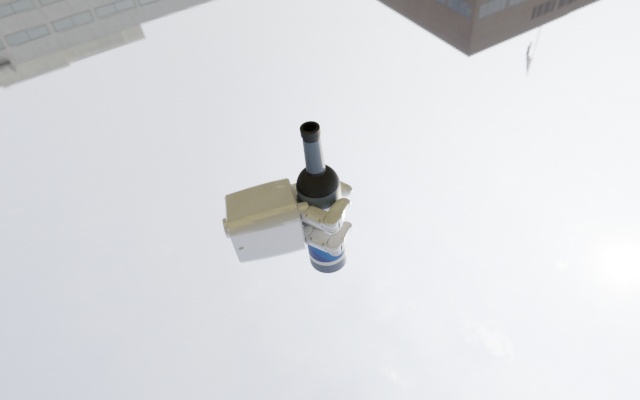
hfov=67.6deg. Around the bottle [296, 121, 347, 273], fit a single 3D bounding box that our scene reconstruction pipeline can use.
[{"bbox_3d":[0.000,0.003,0.736,0.069,0.069,0.296,0,-42,8],"label":"bottle"}]
